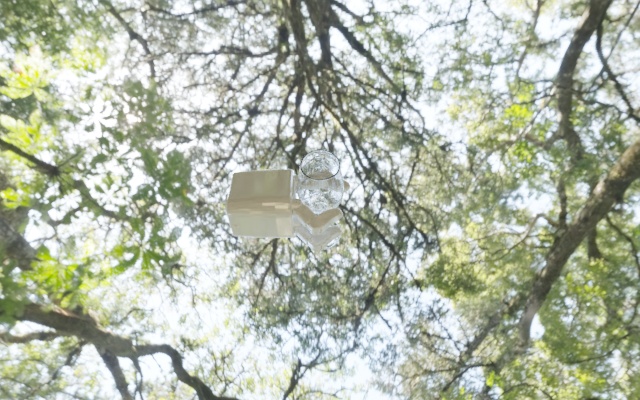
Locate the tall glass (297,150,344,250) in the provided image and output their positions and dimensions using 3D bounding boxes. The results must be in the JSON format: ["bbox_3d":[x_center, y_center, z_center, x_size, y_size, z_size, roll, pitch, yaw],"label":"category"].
[{"bbox_3d":[0.000,0.003,0.812,0.079,0.079,0.201,0,-36,0],"label":"tall glass"}]
